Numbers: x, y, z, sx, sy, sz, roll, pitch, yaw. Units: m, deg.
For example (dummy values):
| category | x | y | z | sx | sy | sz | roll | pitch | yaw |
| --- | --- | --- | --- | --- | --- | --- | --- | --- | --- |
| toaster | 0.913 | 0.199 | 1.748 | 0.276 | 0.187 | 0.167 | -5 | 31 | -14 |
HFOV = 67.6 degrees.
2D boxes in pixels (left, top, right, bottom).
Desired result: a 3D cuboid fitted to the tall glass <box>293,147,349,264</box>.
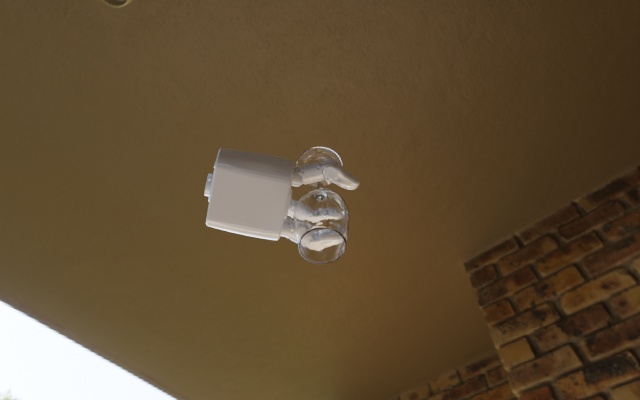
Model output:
| category | x | y | z | sx | sy | sz | roll | pitch | yaw |
| --- | --- | --- | --- | --- | --- | --- | --- | --- | --- |
| tall glass | 0.000 | 0.002 | 0.694 | 0.079 | 0.079 | 0.201 | 0 | 35 | -2 |
